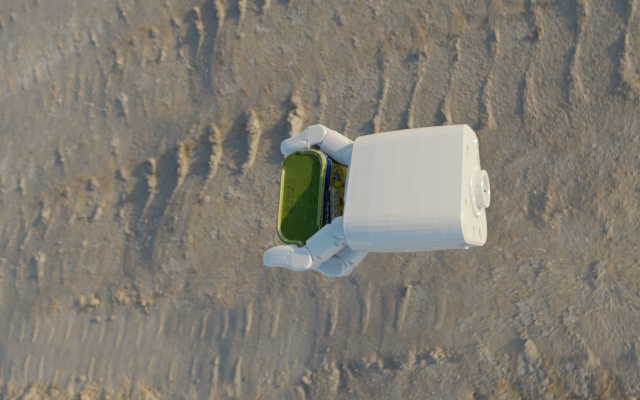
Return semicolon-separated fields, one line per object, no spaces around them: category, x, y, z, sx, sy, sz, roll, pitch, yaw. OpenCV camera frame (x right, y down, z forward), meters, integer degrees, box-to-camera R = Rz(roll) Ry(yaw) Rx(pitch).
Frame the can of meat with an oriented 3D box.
can of meat;0.000;0.002;0.504;0.057;0.102;0.084;0;-7;30
